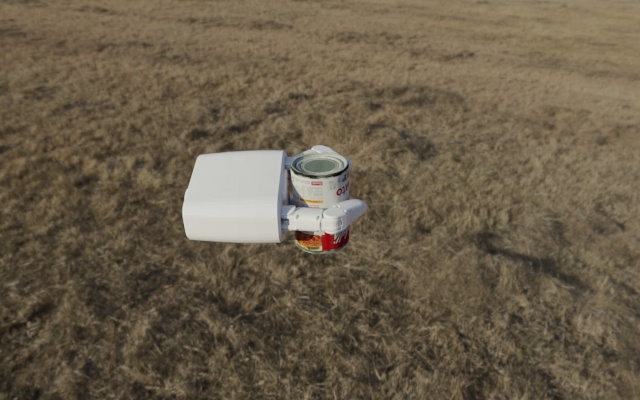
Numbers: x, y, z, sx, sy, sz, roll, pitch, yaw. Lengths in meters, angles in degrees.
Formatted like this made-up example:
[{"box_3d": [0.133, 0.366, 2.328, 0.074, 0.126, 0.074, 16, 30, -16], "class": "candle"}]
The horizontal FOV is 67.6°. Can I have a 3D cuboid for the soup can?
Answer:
[{"box_3d": [0.001, 0.002, 0.562, 0.068, 0.102, 0.068, -1, 29, 1], "class": "soup can"}]
